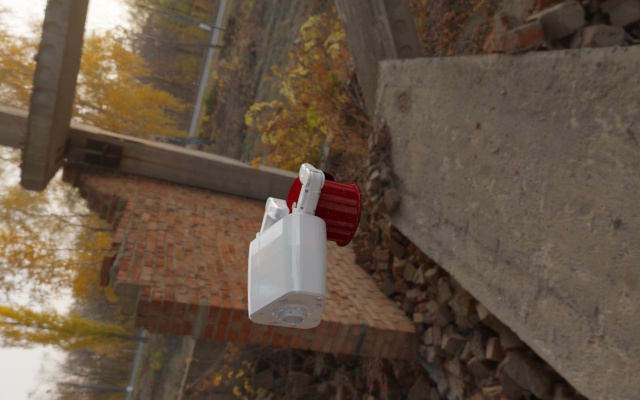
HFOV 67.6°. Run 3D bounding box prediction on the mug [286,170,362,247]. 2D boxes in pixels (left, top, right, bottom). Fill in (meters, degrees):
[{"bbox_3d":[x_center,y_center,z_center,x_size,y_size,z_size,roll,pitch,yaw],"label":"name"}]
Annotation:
[{"bbox_3d":[0.000,0.001,0.666,0.081,0.117,0.093,12,-40,-19],"label":"mug"}]
